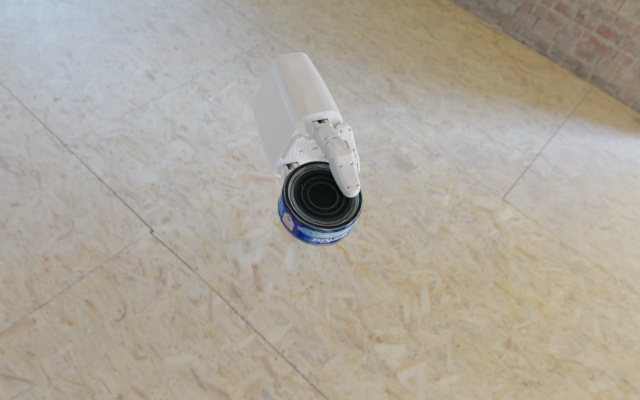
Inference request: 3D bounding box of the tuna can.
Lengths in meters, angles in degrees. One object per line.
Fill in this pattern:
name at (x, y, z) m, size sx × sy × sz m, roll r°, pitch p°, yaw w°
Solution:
tuna can at (0.000, 0.001, 0.495) m, size 0.086 × 0.086 × 0.034 m, roll 0°, pitch -30°, yaw -14°
